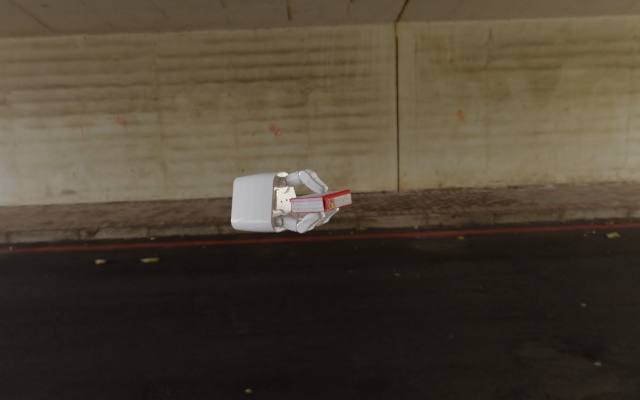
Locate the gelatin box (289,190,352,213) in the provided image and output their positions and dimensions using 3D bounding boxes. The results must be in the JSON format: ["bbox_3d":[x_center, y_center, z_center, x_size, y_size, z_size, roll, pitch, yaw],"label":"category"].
[{"bbox_3d":[0.000,0.002,0.858,0.089,0.030,0.073,-5,6,45],"label":"gelatin box"}]
